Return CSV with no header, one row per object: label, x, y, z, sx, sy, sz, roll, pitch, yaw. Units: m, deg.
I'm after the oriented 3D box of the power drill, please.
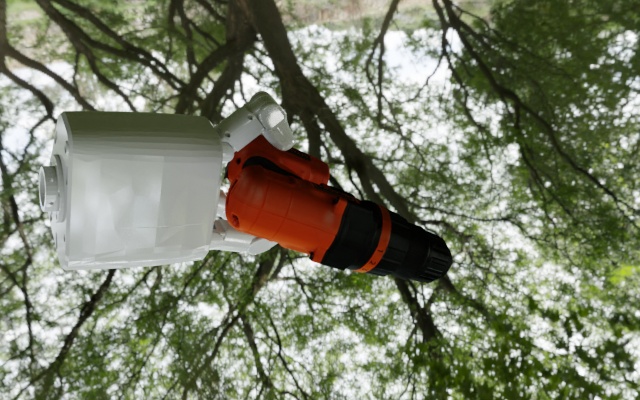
power drill,0.000,0.001,0.407,0.184,0.057,0.187,22,8,-25
